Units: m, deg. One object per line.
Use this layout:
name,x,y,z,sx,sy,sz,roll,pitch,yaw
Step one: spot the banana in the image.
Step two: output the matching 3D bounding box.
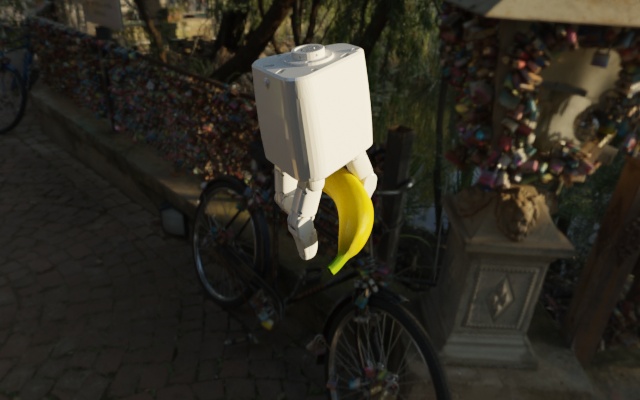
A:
banana,0.018,-0.002,0.544,0.069,0.037,0.197,-19,36,1
